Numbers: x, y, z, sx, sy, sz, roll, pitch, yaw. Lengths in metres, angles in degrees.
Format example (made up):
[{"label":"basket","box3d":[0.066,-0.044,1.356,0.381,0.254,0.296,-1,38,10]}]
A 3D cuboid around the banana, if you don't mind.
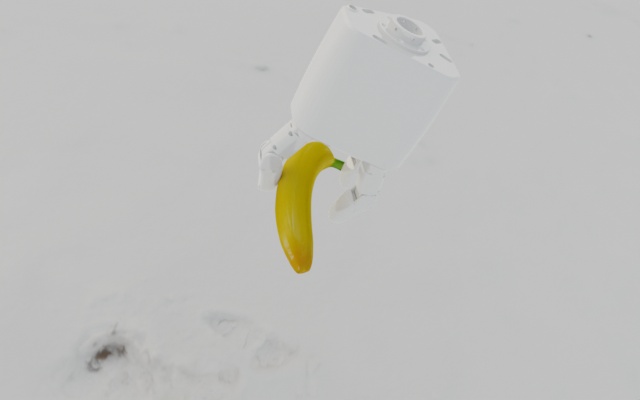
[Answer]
[{"label":"banana","box3d":[-0.014,-0.011,0.505,0.069,0.197,0.037,35,-51,-11]}]
